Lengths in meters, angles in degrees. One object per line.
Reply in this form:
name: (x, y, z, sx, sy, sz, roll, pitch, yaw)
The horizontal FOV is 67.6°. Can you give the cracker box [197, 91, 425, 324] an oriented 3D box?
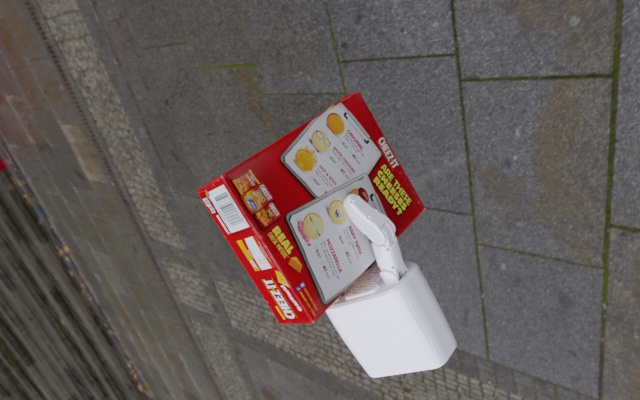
cracker box: (0.000, 0.002, 0.516, 0.213, 0.164, 0.072, -39, 12, -38)
